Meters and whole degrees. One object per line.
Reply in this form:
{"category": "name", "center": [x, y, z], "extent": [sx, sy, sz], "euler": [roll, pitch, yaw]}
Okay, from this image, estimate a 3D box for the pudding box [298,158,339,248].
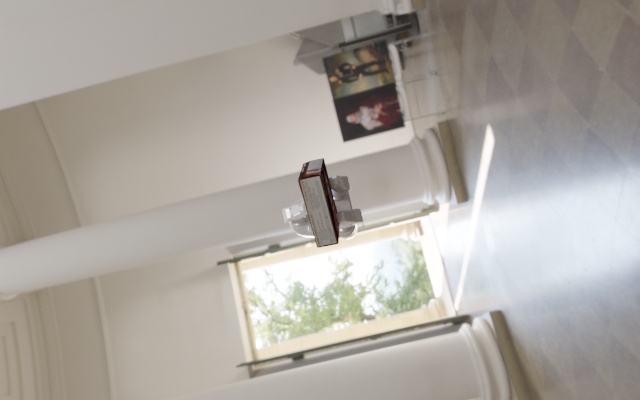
{"category": "pudding box", "center": [0.000, 0.002, 0.721], "extent": [0.039, 0.113, 0.090], "euler": [-15, 18, 7]}
